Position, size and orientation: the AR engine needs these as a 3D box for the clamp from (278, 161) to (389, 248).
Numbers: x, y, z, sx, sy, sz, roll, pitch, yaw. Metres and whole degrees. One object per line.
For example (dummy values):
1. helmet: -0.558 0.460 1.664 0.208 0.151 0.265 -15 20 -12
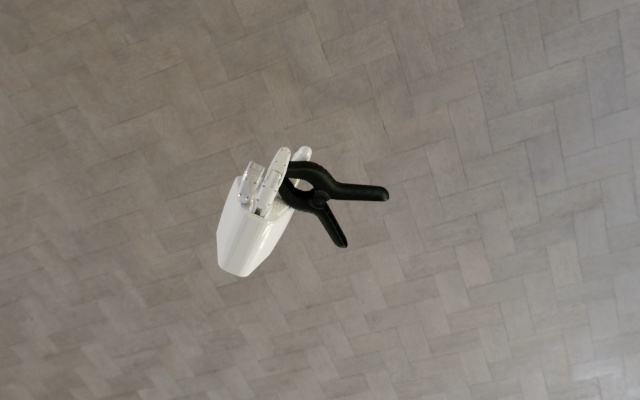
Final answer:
1. clamp: 0.000 0.002 0.695 0.171 0.120 0.039 23 25 -8
